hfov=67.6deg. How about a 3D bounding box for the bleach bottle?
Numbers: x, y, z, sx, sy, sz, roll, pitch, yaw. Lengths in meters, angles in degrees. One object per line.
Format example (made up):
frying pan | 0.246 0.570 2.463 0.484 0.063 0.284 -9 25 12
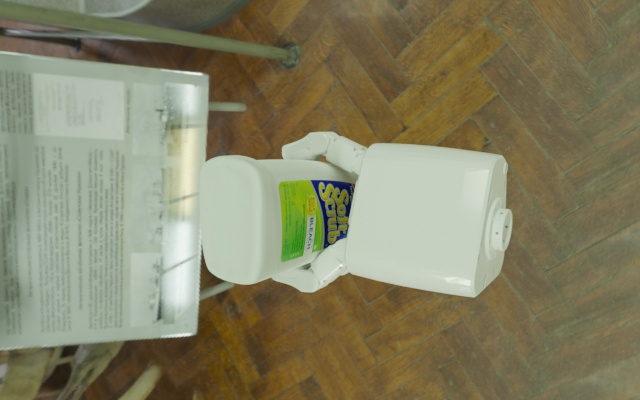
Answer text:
bleach bottle | 0.000 0.002 0.462 0.068 0.102 0.251 7 12 34
